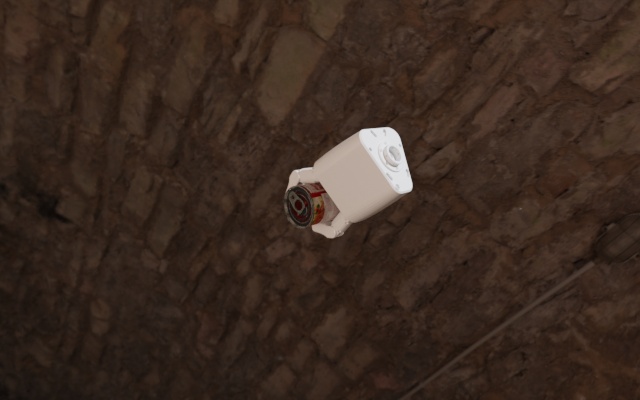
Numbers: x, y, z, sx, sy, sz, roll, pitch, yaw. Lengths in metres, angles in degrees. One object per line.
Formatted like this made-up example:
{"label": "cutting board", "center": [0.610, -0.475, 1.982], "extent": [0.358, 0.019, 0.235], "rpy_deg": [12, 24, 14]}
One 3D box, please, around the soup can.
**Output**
{"label": "soup can", "center": [0.000, 0.003, 0.776], "extent": [0.068, 0.068, 0.102], "rpy_deg": [0, 9, 45]}
